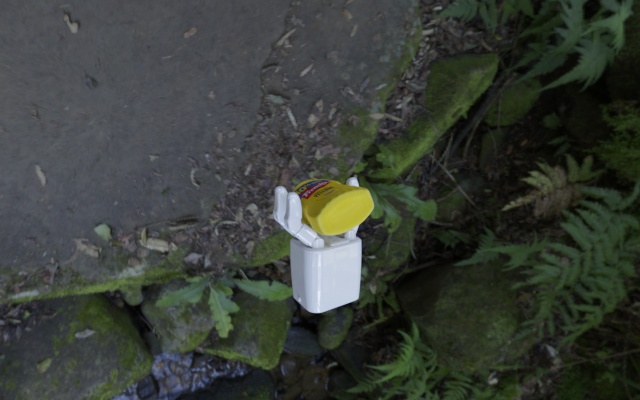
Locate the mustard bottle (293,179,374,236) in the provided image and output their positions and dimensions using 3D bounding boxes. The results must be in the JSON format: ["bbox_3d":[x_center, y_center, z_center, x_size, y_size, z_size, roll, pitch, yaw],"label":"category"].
[{"bbox_3d":[0.000,0.002,0.775,0.096,0.058,0.191,-30,20,-17],"label":"mustard bottle"}]
